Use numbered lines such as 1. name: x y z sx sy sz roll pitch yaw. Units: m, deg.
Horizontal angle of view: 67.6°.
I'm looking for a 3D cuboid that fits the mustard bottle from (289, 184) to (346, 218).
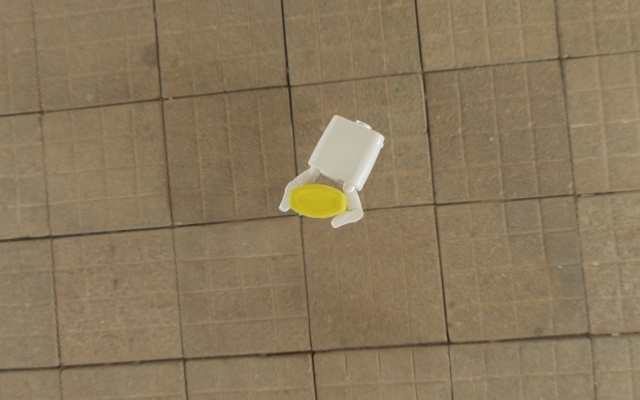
1. mustard bottle: 0.000 0.003 0.898 0.096 0.058 0.191 2 -1 4
